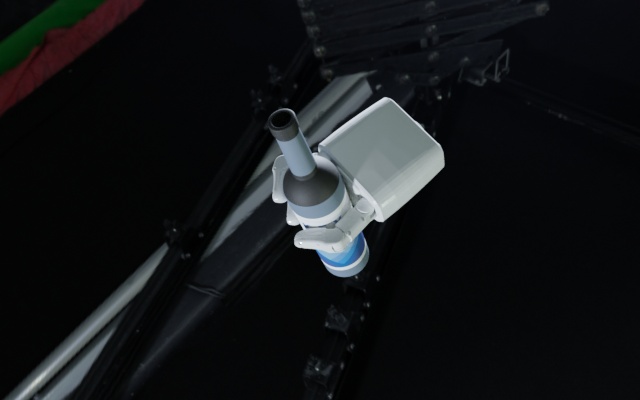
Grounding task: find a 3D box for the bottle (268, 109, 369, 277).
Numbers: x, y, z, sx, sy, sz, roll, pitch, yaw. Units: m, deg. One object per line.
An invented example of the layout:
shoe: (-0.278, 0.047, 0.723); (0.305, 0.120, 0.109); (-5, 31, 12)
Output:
bottle: (0.000, 0.002, 0.561); (0.069, 0.069, 0.296); (0, -31, 17)
